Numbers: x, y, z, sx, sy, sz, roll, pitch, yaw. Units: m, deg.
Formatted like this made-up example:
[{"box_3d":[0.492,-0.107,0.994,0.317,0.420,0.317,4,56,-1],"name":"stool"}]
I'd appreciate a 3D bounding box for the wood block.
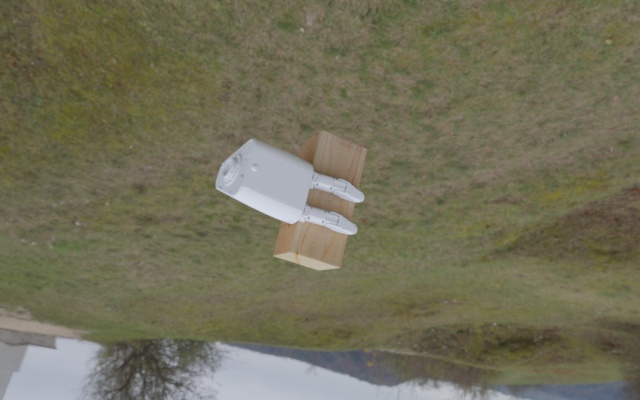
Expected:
[{"box_3d":[0.000,0.003,0.794,0.090,0.206,0.091,20,-17,-19],"name":"wood block"}]
